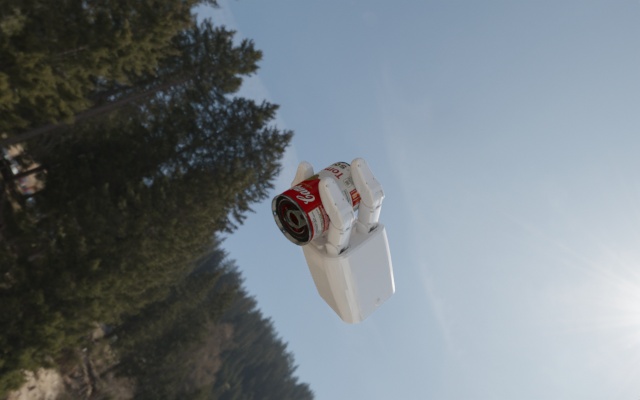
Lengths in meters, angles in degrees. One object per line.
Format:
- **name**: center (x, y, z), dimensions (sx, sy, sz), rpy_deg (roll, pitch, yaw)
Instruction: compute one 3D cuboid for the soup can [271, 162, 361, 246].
- **soup can**: center (0.000, 0.001, 0.588), dimensions (0.102, 0.068, 0.068), rpy_deg (-32, 19, -33)
